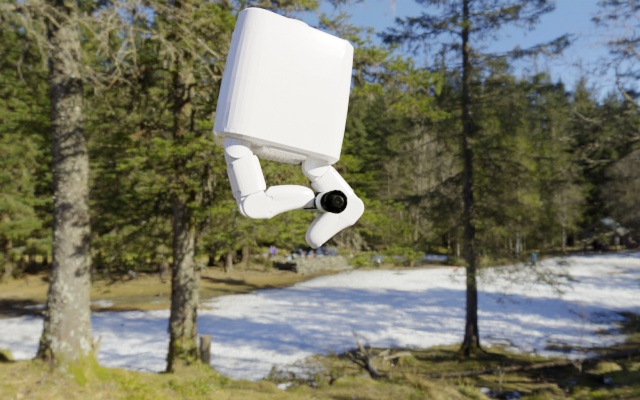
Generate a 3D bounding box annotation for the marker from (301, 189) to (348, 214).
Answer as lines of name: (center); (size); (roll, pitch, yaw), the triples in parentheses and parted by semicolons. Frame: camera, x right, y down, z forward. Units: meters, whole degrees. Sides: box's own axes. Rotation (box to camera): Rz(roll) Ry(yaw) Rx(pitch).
marker: (0.000, 0.001, 0.414); (0.020, 0.020, 0.121); (0, -1, -12)
